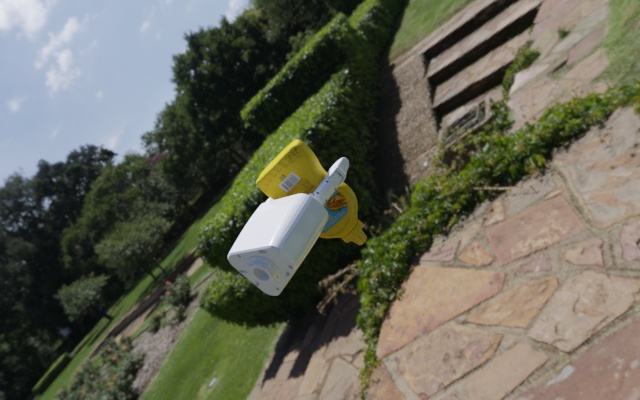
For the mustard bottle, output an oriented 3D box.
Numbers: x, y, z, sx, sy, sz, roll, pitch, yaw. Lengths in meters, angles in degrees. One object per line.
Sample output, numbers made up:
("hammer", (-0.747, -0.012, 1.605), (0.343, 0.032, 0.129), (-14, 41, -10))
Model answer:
("mustard bottle", (0.000, 0.002, 0.741), (0.096, 0.192, 0.058), (-42, 14, 21))
